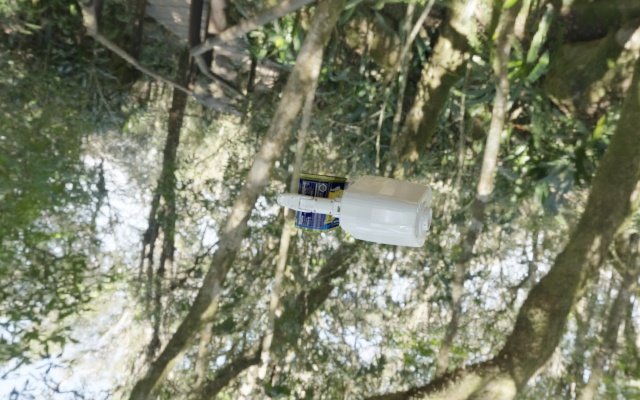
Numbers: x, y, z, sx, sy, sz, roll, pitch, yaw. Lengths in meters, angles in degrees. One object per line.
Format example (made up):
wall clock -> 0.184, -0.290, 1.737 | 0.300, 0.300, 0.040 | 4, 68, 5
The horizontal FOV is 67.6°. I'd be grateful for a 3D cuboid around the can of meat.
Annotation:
can of meat -> 0.000, 0.003, 0.740 | 0.057, 0.084, 0.102 | 8, 5, 18
